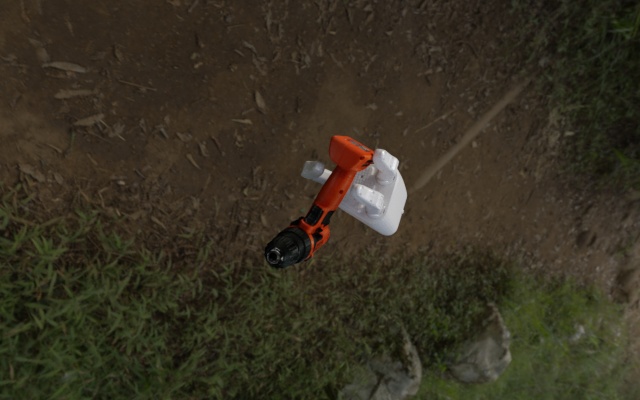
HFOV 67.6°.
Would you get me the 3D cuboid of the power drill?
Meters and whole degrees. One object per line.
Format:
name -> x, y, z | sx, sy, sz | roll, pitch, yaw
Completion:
power drill -> 0.000, 0.002, 0.665 | 0.057, 0.188, 0.184 | 34, 15, 9
